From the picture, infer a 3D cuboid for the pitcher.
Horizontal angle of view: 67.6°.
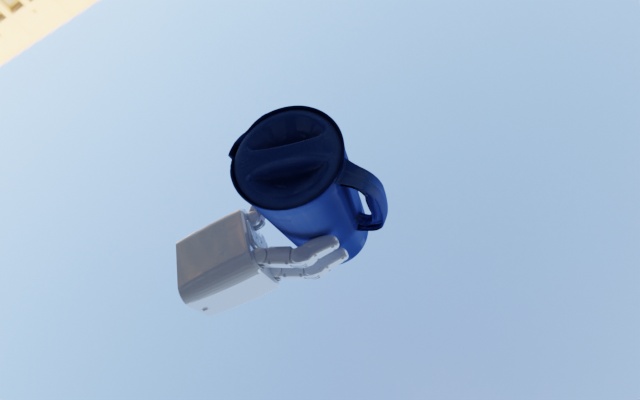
[{"bbox_3d":[0.000,0.002,0.617,0.145,0.149,0.243,-28,-30,2],"label":"pitcher"}]
